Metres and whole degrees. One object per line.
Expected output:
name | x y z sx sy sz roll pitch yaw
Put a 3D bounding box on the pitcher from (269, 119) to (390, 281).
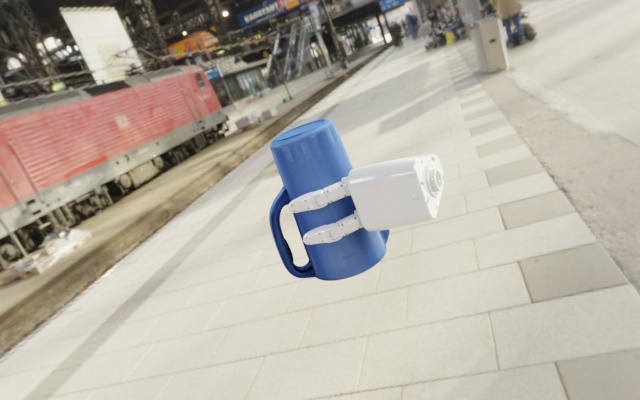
pitcher | 0.000 0.002 0.774 0.145 0.243 0.149 -10 19 33
